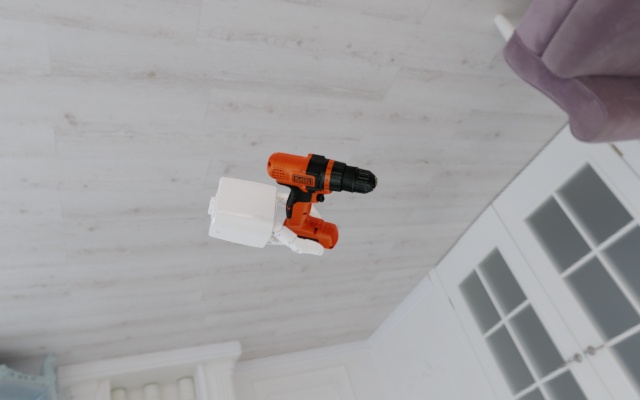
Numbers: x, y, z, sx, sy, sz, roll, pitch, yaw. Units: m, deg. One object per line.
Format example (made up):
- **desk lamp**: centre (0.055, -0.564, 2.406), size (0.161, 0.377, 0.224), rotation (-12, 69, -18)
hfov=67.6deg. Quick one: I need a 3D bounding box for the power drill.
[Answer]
- **power drill**: centre (0.000, 0.003, 0.837), size (0.184, 0.188, 0.057), rotation (12, 44, 10)
